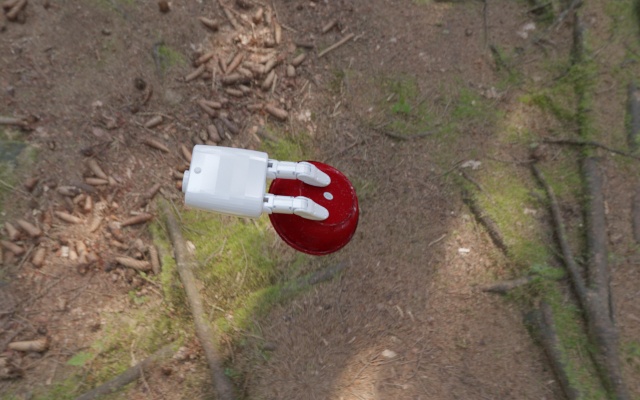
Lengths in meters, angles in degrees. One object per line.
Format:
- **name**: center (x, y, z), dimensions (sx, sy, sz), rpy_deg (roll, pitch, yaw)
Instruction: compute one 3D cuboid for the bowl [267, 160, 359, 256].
- **bowl**: center (0.002, 0.002, 0.752), dimensions (0.162, 0.162, 0.055), rpy_deg (0, -18, -24)
